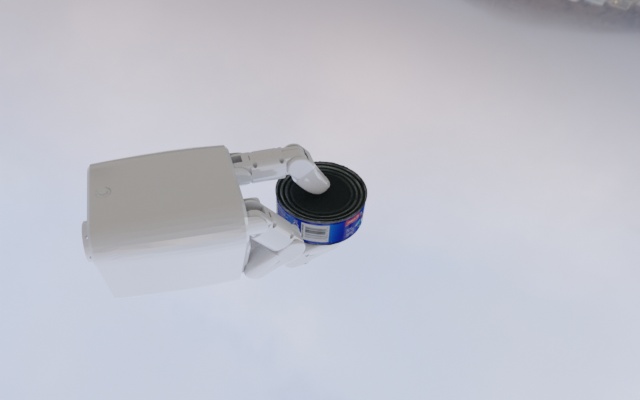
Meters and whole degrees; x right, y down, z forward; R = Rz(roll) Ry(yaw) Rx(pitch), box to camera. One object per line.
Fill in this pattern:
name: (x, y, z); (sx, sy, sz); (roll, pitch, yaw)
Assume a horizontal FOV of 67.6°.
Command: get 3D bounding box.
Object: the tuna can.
tuna can: (0.000, 0.002, 0.454); (0.086, 0.034, 0.086); (2, 43, -2)
